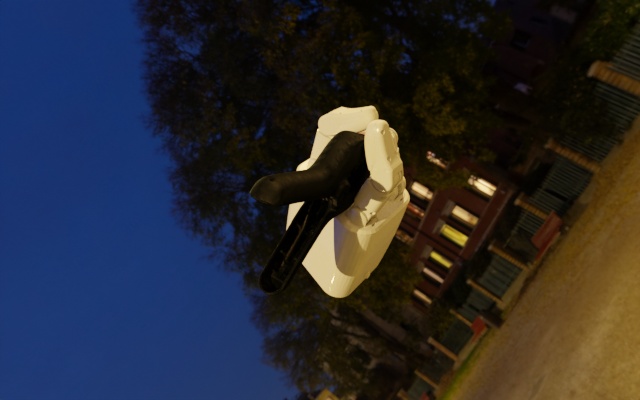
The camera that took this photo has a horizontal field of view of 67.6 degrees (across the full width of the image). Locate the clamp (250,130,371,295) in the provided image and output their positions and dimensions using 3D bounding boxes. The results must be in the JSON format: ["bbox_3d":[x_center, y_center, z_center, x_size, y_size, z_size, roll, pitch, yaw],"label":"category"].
[{"bbox_3d":[0.000,0.001,0.406,0.039,0.120,0.171,34,44,21],"label":"clamp"}]
